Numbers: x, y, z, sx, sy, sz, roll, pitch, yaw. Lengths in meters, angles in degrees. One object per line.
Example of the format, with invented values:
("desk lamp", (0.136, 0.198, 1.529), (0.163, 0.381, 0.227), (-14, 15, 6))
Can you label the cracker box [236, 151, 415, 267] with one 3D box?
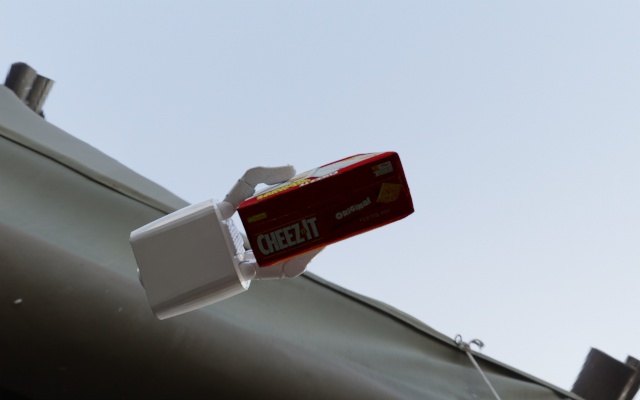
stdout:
("cracker box", (0.000, 0.002, 0.556), (0.164, 0.072, 0.213), (-20, 6, -2))
